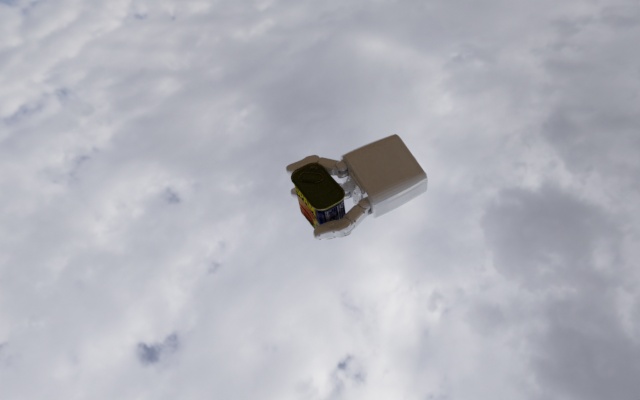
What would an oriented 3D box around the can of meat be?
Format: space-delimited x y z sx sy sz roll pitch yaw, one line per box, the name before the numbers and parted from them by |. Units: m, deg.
can of meat | 0.000 0.003 0.777 0.057 0.084 0.102 -28 50 -14
